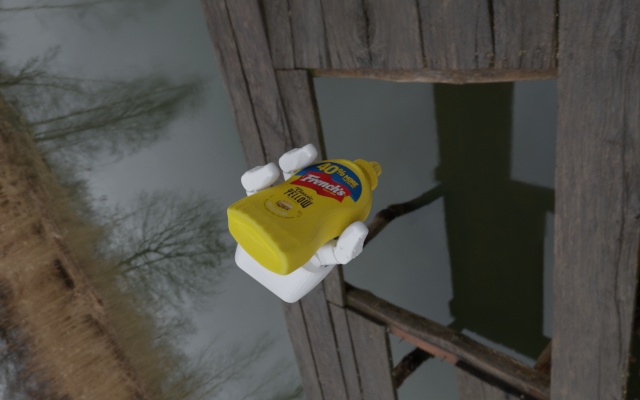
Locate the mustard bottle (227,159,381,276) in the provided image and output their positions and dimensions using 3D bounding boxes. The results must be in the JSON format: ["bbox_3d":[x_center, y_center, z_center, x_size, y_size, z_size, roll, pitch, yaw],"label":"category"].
[{"bbox_3d":[0.000,0.002,0.529,0.191,0.058,0.096,-31,50,-34],"label":"mustard bottle"}]
